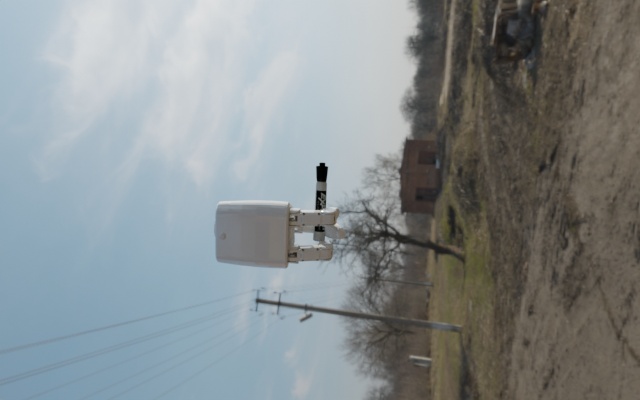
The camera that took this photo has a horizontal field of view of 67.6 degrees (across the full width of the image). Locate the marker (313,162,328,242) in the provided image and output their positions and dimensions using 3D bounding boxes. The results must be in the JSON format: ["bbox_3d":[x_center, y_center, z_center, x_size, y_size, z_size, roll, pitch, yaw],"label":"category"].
[{"bbox_3d":[0.000,0.002,0.731,0.020,0.121,0.020,2,10,0],"label":"marker"}]
